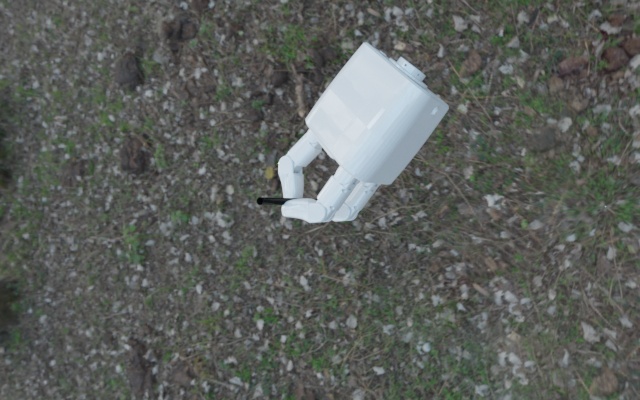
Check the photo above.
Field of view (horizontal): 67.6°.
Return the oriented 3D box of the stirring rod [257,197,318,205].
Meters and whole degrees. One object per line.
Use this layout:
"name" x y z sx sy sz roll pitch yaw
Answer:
"stirring rod" 0.000 0.002 0.587 0.011 0.011 0.239 0 -1 31
